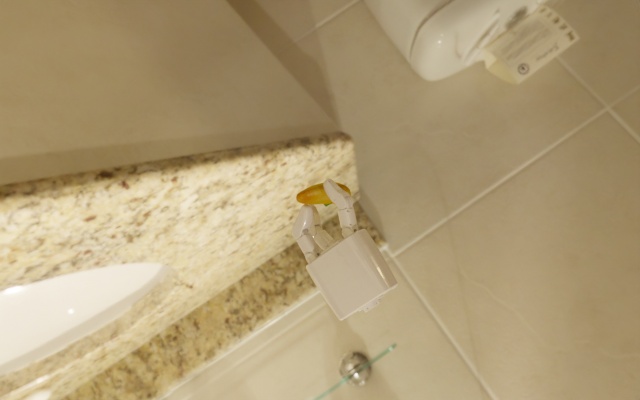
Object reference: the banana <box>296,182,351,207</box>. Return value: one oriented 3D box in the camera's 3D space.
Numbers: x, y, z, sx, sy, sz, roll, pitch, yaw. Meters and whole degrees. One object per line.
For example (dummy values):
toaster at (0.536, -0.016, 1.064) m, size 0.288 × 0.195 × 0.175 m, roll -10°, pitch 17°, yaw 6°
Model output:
banana at (0.017, -0.007, 0.856) m, size 0.069 × 0.037 × 0.198 m, roll -32°, pitch -12°, yaw 11°
